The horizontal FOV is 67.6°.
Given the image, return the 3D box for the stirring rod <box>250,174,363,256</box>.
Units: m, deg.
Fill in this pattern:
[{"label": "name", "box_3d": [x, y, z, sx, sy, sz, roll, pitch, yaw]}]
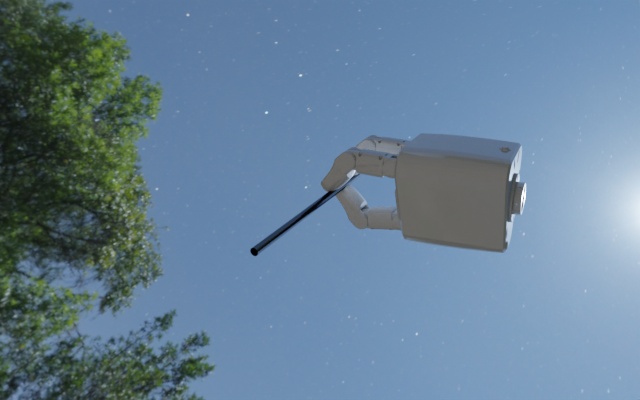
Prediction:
[{"label": "stirring rod", "box_3d": [0.000, 0.002, 0.503, 0.011, 0.011, 0.239, 0, 21, 30]}]
